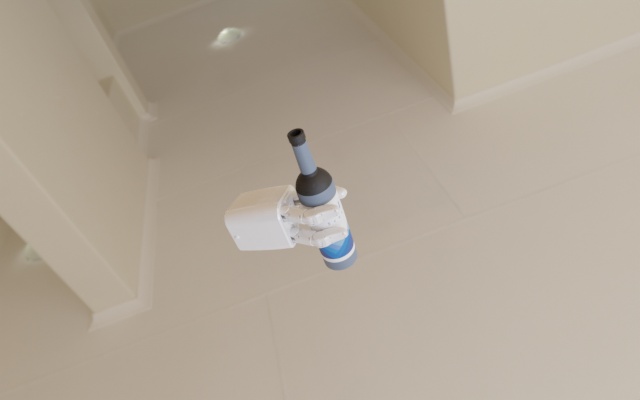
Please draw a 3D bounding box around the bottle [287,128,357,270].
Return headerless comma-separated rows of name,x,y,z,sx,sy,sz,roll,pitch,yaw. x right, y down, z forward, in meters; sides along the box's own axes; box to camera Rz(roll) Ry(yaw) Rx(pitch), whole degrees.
bottle,0.000,0.003,0.834,0.069,0.296,0.069,-12,40,10
